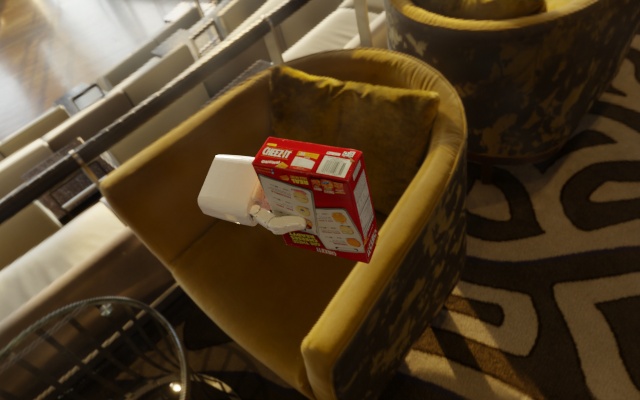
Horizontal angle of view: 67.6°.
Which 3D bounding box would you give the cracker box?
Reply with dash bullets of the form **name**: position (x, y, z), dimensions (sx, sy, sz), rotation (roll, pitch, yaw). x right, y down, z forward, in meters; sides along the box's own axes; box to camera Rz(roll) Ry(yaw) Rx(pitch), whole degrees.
- **cracker box**: position (0.000, 0.003, 0.783), dimensions (0.164, 0.072, 0.214), rotation (11, -36, 24)
